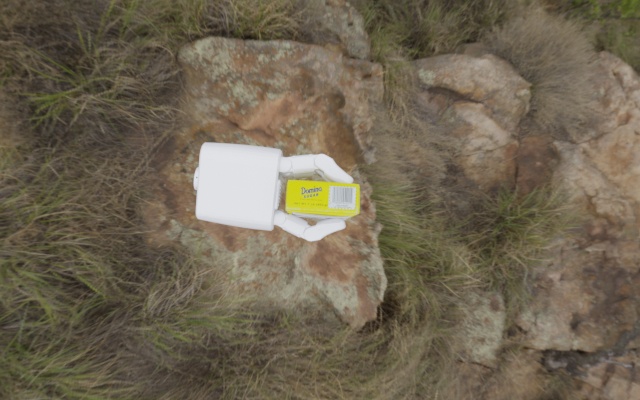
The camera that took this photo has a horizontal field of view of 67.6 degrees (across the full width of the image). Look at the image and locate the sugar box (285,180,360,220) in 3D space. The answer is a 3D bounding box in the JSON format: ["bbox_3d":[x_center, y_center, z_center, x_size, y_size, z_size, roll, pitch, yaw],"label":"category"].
[{"bbox_3d":[0.000,0.002,0.676,0.093,0.048,0.176,4,-2,-2],"label":"sugar box"}]
